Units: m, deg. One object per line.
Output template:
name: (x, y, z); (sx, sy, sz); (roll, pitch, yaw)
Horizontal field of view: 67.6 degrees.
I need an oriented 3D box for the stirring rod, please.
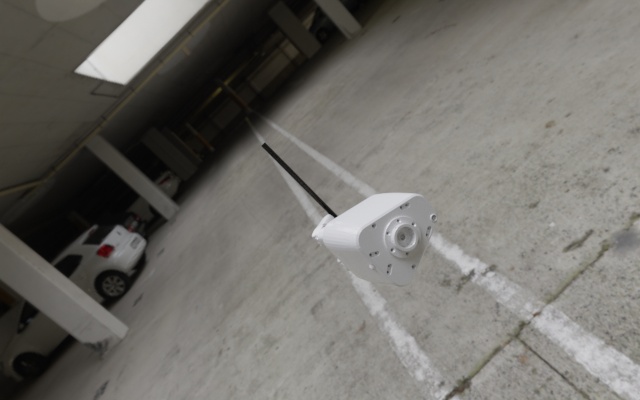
stirring rod: (0.000, 0.002, 0.713); (0.239, 0.011, 0.011); (45, -13, -13)
